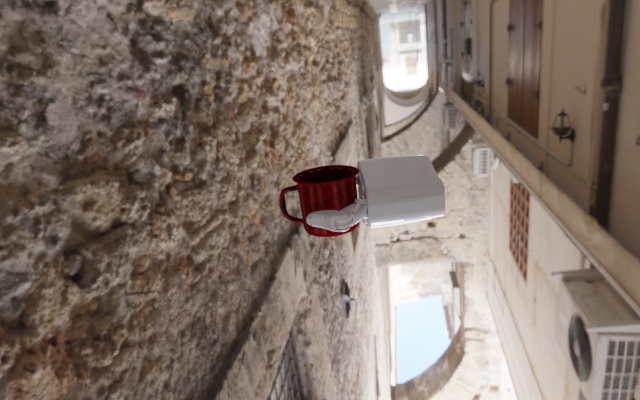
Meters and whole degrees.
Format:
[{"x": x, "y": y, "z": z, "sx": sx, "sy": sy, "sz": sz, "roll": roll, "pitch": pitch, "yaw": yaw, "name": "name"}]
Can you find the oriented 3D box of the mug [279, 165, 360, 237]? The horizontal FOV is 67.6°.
[{"x": -0.001, "y": 0.003, "z": 0.677, "sx": 0.117, "sy": 0.081, "sz": 0.093, "roll": -7, "pitch": 18, "yaw": 0, "name": "mug"}]
